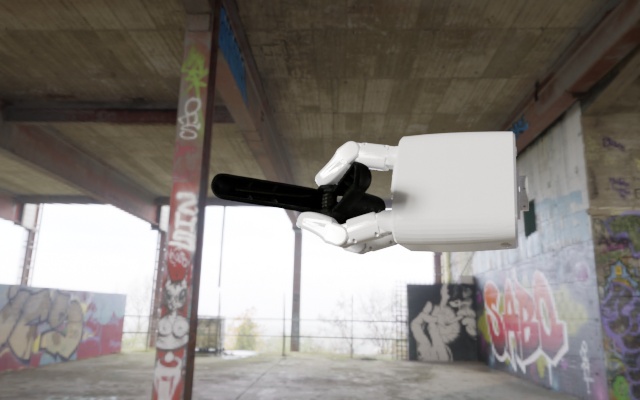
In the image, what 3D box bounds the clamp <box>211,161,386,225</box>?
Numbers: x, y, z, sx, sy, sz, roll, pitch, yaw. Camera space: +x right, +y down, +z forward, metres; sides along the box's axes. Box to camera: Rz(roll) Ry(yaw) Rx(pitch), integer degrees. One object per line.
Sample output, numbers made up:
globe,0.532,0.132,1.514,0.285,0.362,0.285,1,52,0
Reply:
clamp,0.001,0.001,0.506,0.164,0.036,0.210,0,-12,23
